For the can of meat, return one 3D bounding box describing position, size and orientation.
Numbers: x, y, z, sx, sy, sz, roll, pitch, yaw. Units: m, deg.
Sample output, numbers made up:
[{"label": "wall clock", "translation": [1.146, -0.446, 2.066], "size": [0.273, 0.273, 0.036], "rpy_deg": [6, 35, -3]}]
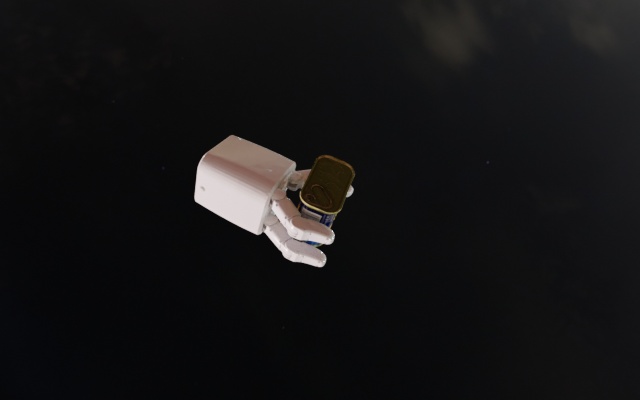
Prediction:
[{"label": "can of meat", "translation": [0.000, 0.002, 0.663], "size": [0.057, 0.102, 0.084], "rpy_deg": [23, -43, 0]}]
